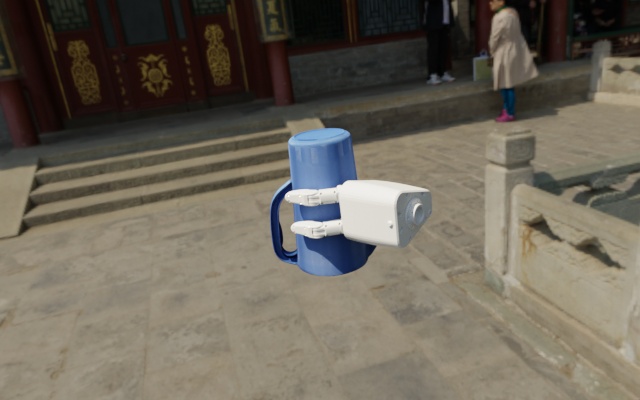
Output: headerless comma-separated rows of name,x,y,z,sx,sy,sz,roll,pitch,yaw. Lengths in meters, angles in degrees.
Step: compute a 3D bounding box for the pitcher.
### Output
pitcher,0.000,0.003,0.844,0.145,0.243,0.149,10,25,42
